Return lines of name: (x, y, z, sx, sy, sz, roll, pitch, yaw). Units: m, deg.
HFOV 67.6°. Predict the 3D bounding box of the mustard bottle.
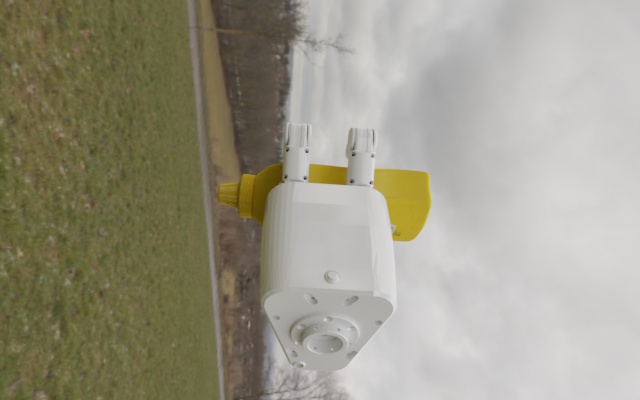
mustard bottle: (0.000, 0.001, 0.453, 0.191, 0.058, 0.096, 4, -24, -4)
